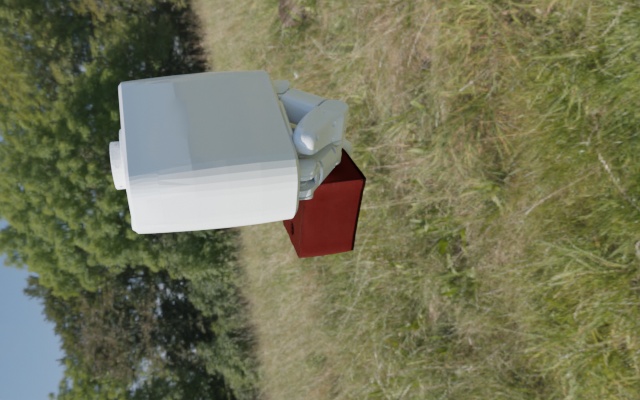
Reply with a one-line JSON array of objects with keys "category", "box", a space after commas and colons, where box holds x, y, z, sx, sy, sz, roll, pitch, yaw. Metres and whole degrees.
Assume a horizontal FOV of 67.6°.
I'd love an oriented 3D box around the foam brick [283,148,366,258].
[{"category": "foam brick", "box": [0.000, 0.002, 0.402, 0.051, 0.078, 0.053, -9, 39, -19]}]
